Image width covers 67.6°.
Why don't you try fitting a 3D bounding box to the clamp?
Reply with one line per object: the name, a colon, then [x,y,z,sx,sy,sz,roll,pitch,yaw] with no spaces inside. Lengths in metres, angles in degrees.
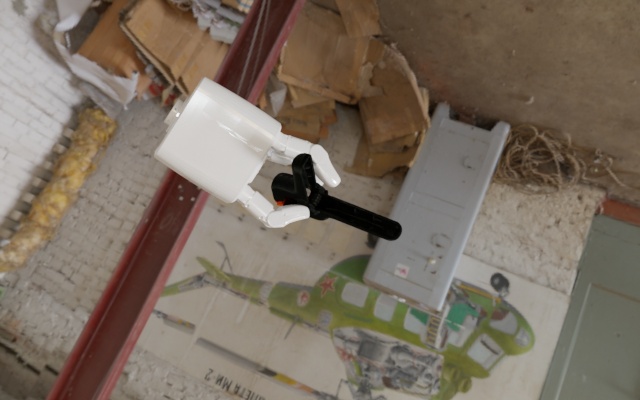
clamp: [-0.001,0.003,0.624,0.164,0.036,0.210,35,-15,-19]
